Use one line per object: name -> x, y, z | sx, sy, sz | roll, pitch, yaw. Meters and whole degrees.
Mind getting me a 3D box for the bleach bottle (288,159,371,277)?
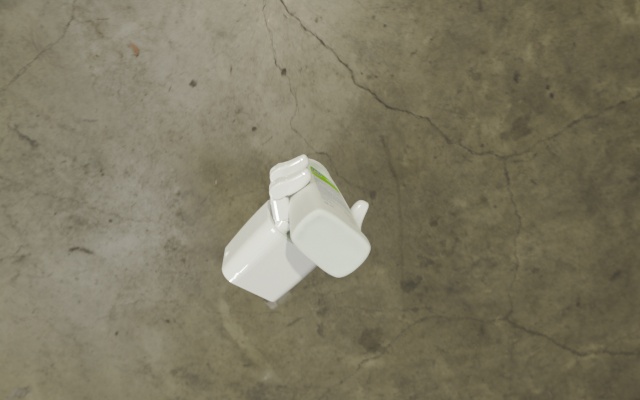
bleach bottle -> 0.000, 0.002, 0.688 | 0.102, 0.068, 0.250 | 40, 14, -20
